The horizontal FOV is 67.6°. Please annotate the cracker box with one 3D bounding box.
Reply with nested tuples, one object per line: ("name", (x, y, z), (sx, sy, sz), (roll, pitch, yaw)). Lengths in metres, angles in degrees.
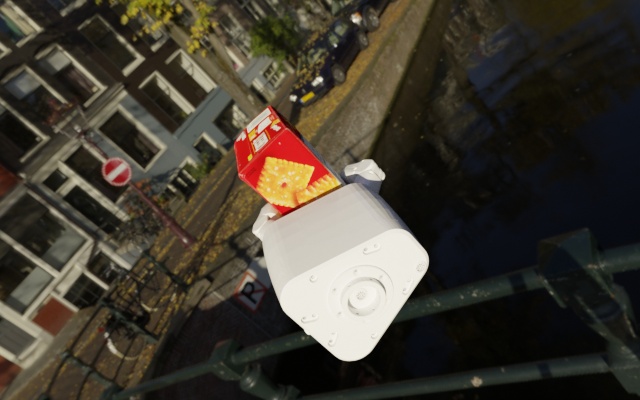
("cracker box", (0.000, 0.002, 0.538), (0.214, 0.072, 0.164), (46, 4, -22))
